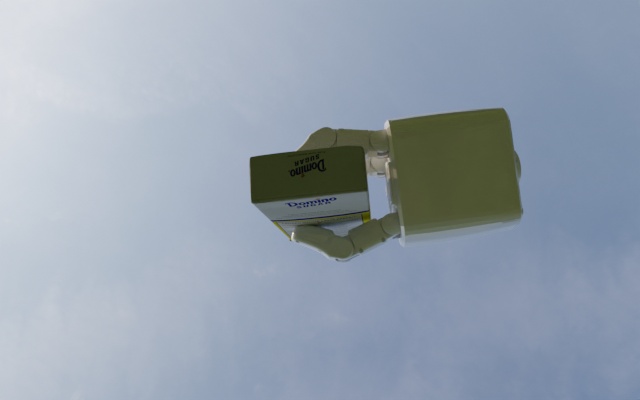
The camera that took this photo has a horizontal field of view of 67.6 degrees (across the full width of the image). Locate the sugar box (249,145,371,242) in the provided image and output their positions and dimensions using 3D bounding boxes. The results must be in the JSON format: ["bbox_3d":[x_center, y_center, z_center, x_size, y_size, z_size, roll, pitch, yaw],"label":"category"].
[{"bbox_3d":[0.000,0.001,0.448,0.093,0.048,0.176,-6,-18,5],"label":"sugar box"}]
